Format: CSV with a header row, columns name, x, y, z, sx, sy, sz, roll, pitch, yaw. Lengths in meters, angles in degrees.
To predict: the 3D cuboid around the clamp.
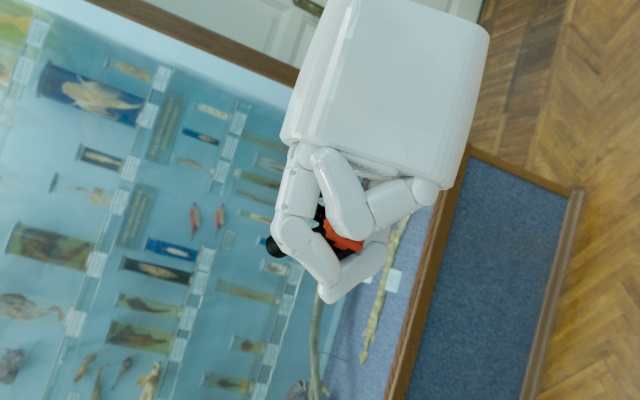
name,x,y,z,sx,sy,sz,roll,pitch,yaw
clamp,0.000,0.001,0.400,0.039,0.120,0.171,18,-4,-20
